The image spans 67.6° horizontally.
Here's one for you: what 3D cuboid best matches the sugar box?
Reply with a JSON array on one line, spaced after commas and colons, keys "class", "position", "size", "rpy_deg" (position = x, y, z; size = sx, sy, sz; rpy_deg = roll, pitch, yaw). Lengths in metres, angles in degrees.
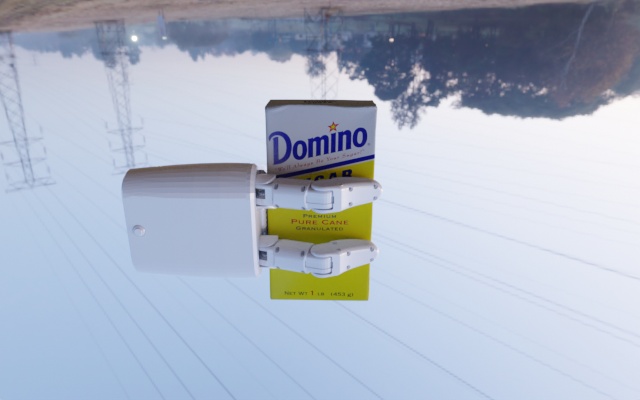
[{"class": "sugar box", "position": [0.000, 0.002, 0.422], "size": [0.093, 0.176, 0.048], "rpy_deg": [0, 20, 1]}]
